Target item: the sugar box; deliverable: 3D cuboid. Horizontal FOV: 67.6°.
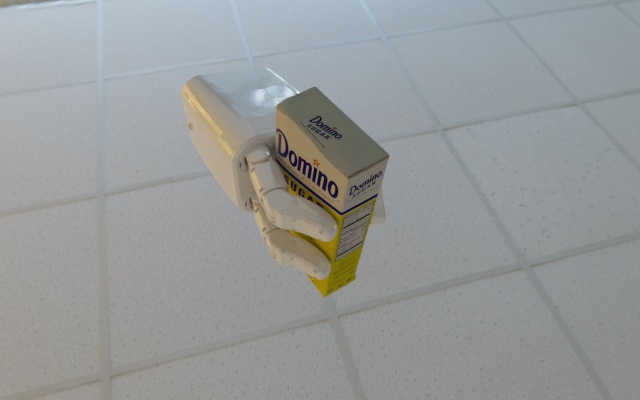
[{"bbox_3d":[0.000,0.002,0.414,0.048,0.093,0.176,-29,-31,-23],"label":"sugar box"}]
